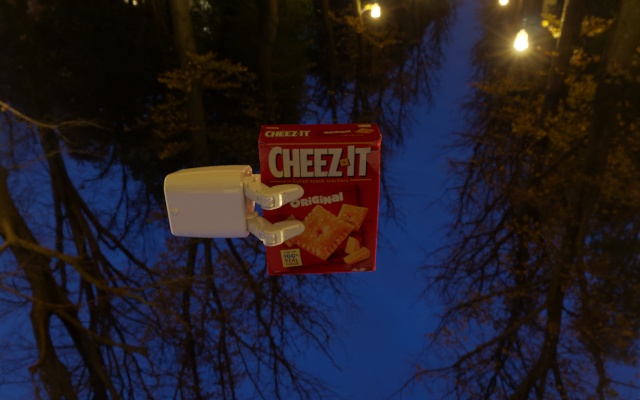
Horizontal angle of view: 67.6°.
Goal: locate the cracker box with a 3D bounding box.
[{"bbox_3d":[0.000,0.002,0.687,0.164,0.214,0.072,-1,26,-1],"label":"cracker box"}]
